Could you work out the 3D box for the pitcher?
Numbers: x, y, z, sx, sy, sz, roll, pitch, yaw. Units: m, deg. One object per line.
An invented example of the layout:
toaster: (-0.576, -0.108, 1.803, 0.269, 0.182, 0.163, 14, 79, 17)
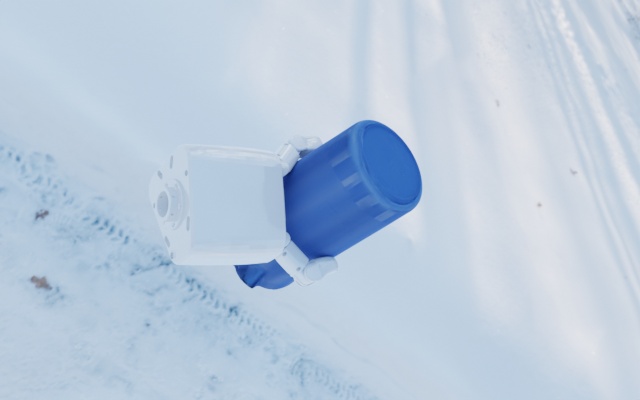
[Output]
pitcher: (0.000, 0.002, 0.574, 0.145, 0.149, 0.243, 2, -26, -43)
